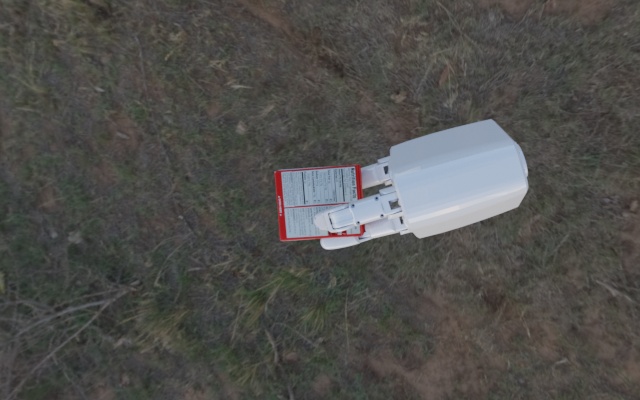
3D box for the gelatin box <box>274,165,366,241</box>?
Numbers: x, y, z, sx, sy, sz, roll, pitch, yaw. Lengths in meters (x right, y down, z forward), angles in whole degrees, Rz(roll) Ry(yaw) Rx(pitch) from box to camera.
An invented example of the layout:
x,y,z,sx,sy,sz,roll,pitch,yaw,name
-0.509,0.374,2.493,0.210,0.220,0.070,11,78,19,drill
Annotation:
x,y,z,sx,sy,sz,roll,pitch,yaw,name
0.000,0.002,0.495,0.089,0.073,0.030,-4,5,8,gelatin box
